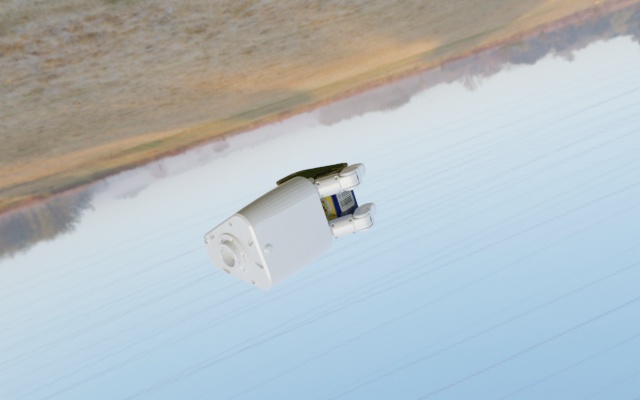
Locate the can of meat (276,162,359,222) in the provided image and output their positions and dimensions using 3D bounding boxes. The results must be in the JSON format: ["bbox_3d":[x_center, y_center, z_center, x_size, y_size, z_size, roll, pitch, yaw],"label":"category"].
[{"bbox_3d":[0.000,0.002,0.634,0.102,0.084,0.057,-7,17,41],"label":"can of meat"}]
